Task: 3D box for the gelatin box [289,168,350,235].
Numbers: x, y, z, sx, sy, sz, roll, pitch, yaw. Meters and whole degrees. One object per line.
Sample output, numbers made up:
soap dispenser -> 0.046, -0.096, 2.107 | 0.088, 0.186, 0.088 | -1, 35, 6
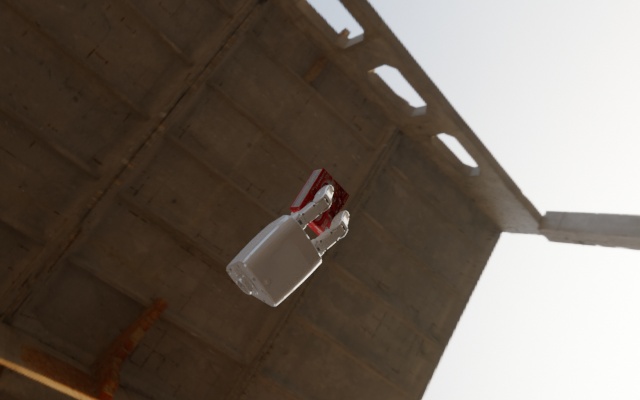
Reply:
gelatin box -> 0.000, 0.002, 0.800 | 0.073, 0.089, 0.030 | 45, -29, -26
